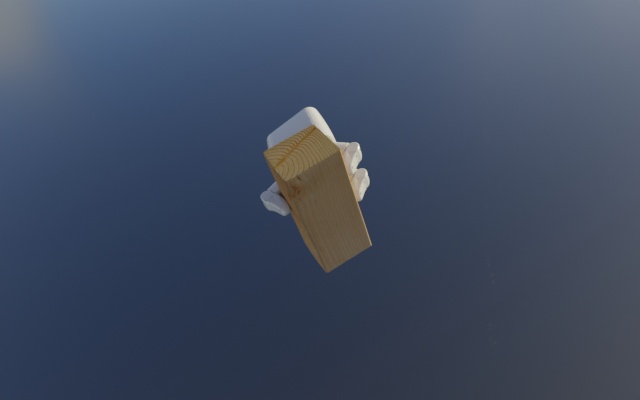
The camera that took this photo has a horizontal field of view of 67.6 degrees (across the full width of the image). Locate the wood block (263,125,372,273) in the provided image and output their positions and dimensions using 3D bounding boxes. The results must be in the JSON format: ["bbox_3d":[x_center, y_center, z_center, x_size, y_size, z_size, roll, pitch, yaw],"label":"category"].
[{"bbox_3d":[0.000,0.002,0.737,0.091,0.206,0.090,-30,43,-9],"label":"wood block"}]
